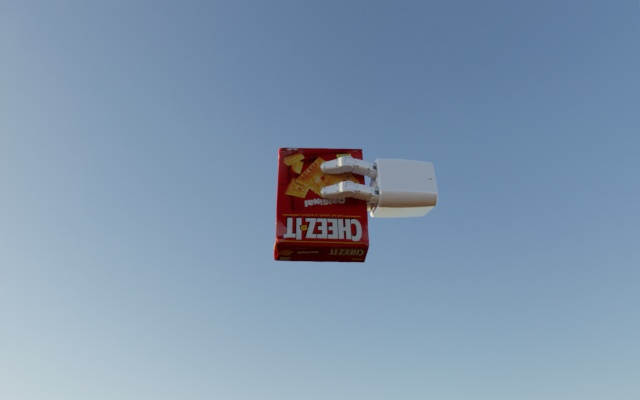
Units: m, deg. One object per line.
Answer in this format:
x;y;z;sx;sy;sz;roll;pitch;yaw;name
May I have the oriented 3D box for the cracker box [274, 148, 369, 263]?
0.000;0.003;0.880;0.164;0.213;0.072;1;-33;-3;cracker box
